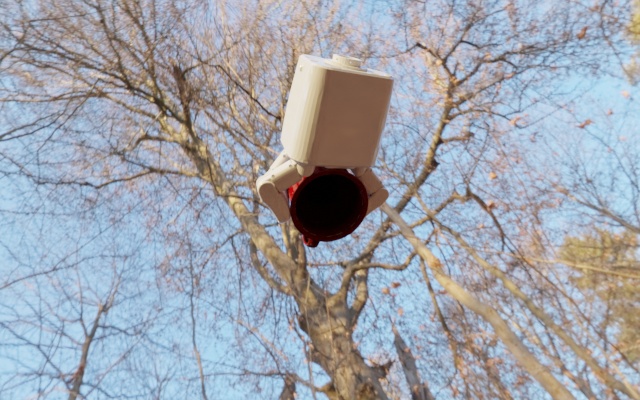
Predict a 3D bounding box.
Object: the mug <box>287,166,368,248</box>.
[{"bbox_3d":[0.000,0.003,0.592,0.093,0.117,0.081,8,23,-16],"label":"mug"}]
